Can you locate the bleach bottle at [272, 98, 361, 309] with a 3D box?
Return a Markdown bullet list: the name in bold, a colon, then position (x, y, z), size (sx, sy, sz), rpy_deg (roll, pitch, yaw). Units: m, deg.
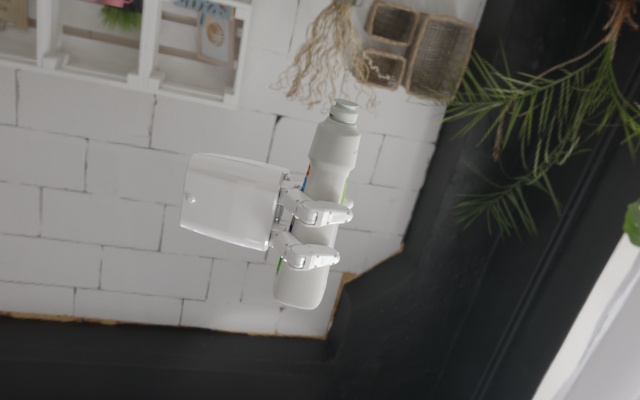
- **bleach bottle**: position (0.000, 0.002, 0.575), size (0.068, 0.251, 0.102), rpy_deg (14, 23, -1)
